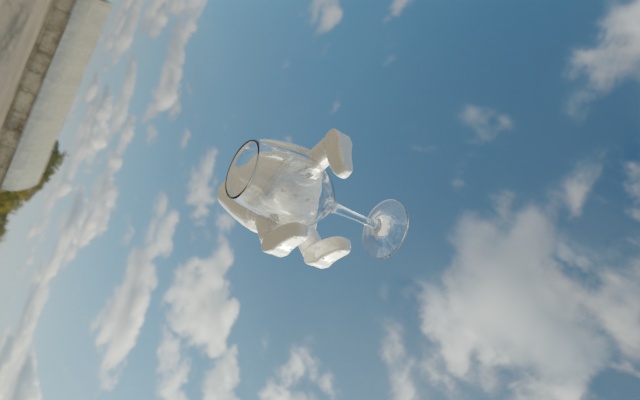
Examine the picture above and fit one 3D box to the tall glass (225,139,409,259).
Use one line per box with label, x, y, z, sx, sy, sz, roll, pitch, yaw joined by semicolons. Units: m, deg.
tall glass;0.001;0.002;0.516;0.201;0.079;0.079;23;-13;-34
